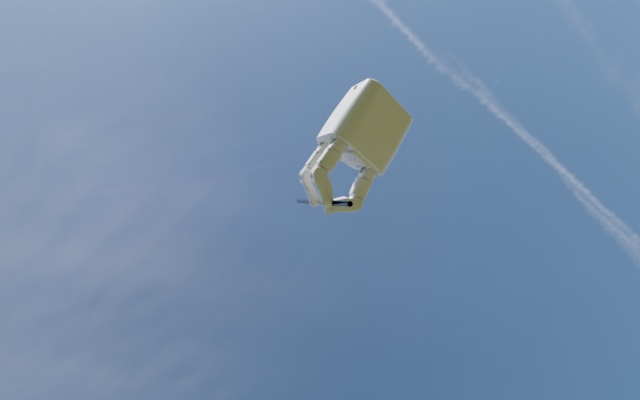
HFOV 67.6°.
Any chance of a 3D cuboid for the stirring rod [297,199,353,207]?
[{"bbox_3d":[0.000,0.002,0.741,0.011,0.011,0.239,0,1,-19],"label":"stirring rod"}]
